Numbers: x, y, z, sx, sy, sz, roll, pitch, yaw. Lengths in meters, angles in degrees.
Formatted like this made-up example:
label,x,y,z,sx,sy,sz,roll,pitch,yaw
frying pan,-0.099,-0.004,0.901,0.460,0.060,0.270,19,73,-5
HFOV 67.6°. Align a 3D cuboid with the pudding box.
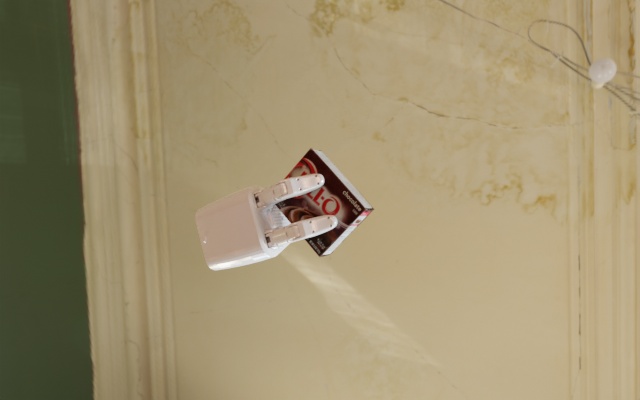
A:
label,x,y,z,sx,sy,sz,roll,pitch,yaw
pudding box,0.000,0.002,0.622,0.090,0.113,0.039,-48,-18,20
